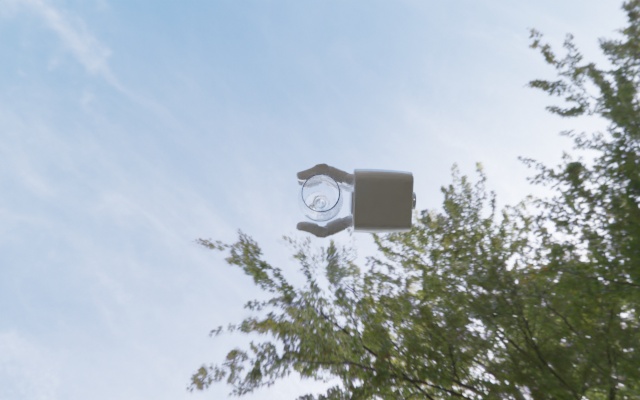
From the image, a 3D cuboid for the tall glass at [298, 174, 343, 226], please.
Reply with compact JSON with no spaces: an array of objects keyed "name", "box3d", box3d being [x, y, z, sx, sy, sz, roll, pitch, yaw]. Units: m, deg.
[{"name":"tall glass","box3d":[0.000,0.003,0.852,0.079,0.079,0.201,0,-8,0]}]
